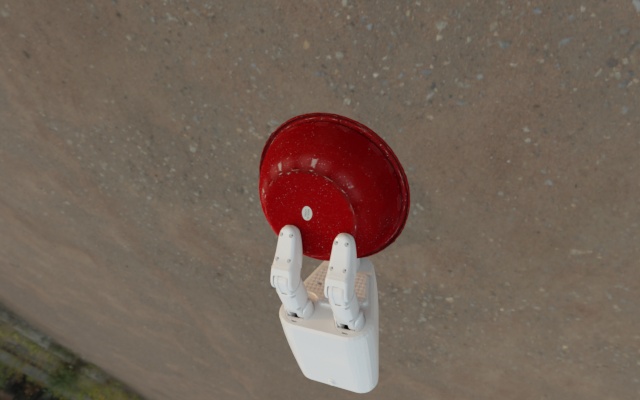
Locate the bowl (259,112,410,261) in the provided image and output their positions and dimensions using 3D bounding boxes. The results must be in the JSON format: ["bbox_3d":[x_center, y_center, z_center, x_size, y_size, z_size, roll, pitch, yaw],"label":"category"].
[{"bbox_3d":[-0.001,0.001,0.455,0.162,0.162,0.055,0,27,27],"label":"bowl"}]
